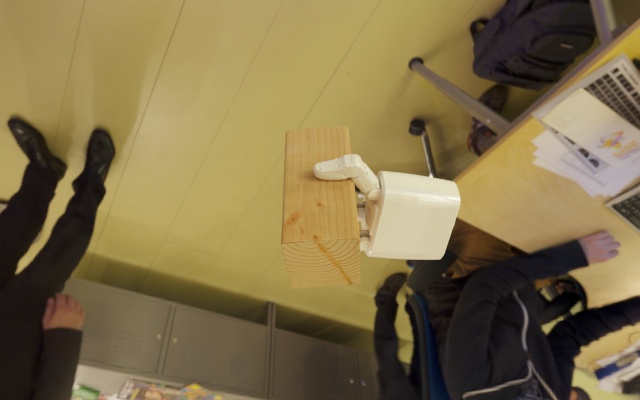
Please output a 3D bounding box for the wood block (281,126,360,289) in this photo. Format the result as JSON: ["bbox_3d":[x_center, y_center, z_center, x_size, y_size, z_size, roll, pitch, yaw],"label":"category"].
[{"bbox_3d":[0.000,0.002,0.631,0.090,0.206,0.091,-4,-44,2],"label":"wood block"}]
